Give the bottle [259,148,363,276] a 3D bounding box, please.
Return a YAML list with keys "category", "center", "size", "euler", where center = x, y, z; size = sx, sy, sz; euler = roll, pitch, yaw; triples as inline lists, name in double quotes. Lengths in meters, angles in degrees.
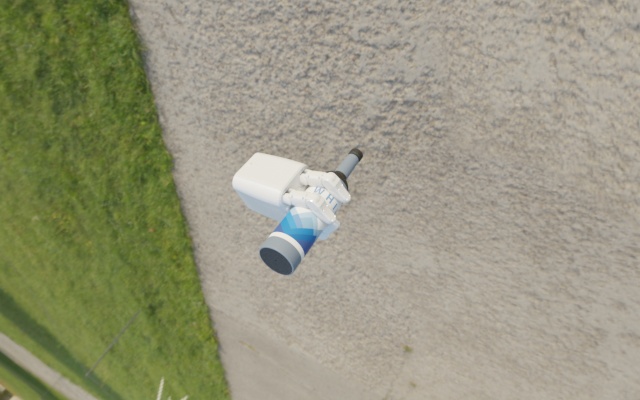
- category: "bottle"
  center: [0.000, 0.003, 0.849]
  size: [0.069, 0.069, 0.295]
  euler: [0, 40, 39]
